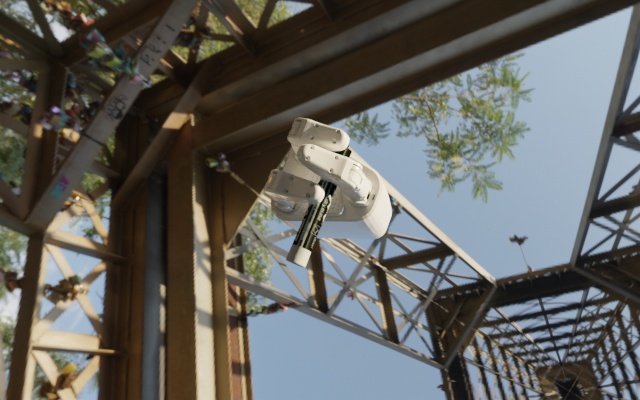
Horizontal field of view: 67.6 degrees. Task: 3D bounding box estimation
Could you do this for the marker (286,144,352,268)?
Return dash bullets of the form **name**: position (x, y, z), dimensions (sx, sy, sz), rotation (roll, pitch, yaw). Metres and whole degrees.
- **marker**: position (0.000, 0.001, 0.434), dimensions (0.020, 0.121, 0.020), rotation (21, -10, 4)
